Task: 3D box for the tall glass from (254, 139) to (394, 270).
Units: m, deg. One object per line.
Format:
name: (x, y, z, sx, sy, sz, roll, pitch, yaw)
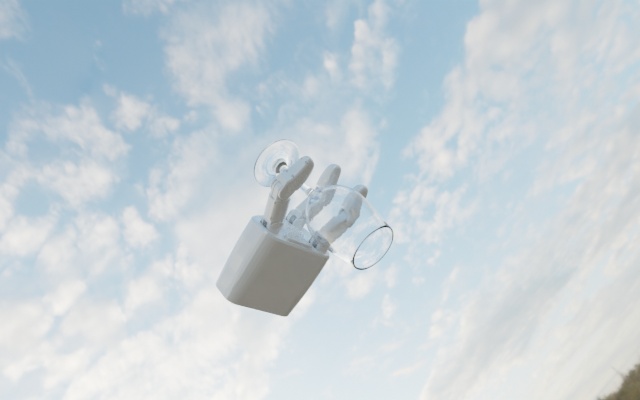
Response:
tall glass: (0.000, 0.001, 0.596, 0.079, 0.079, 0.201, 0, 31, -45)
